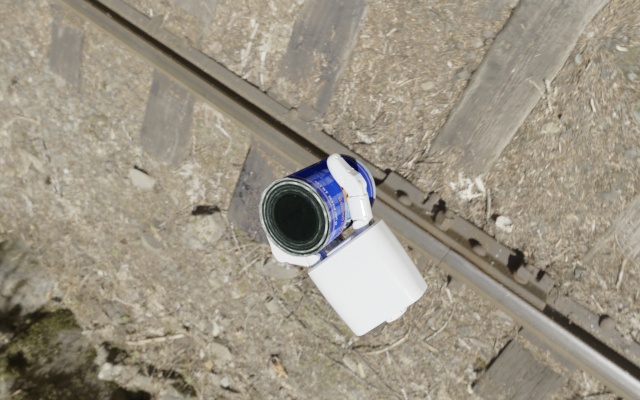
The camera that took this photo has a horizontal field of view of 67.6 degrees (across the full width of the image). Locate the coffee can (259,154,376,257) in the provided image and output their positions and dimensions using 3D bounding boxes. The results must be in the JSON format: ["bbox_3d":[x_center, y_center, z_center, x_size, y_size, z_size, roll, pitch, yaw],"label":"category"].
[{"bbox_3d":[0.000,0.002,0.638,0.103,0.103,0.140,0,17,30],"label":"coffee can"}]
